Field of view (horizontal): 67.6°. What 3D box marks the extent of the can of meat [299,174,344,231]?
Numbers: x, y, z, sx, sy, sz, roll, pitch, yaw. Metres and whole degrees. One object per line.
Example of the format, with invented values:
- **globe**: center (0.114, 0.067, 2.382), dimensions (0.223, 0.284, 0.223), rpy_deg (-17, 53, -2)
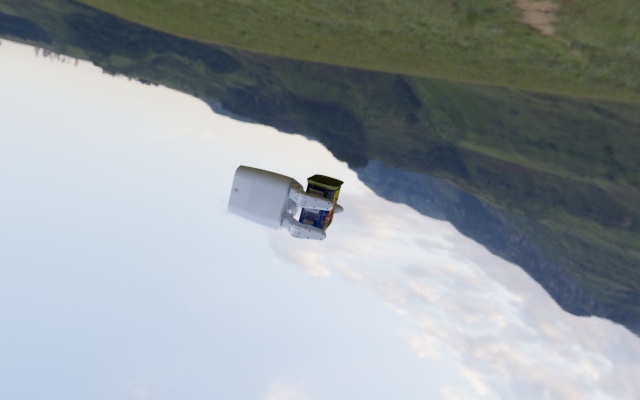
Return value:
- **can of meat**: center (0.000, 0.003, 0.859), dimensions (0.057, 0.084, 0.102), rpy_deg (16, 12, 9)
